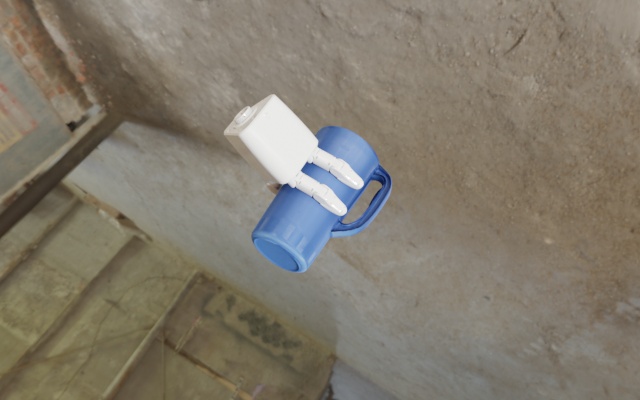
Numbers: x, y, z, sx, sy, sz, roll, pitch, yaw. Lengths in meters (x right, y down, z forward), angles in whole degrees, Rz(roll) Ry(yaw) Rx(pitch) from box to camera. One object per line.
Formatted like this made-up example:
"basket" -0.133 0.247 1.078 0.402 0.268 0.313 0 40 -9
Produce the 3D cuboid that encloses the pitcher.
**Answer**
"pitcher" 0.000 0.003 0.813 0.145 0.242 0.149 47 -29 -24
